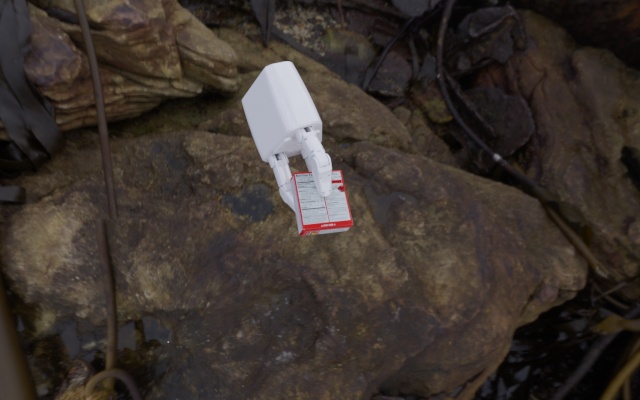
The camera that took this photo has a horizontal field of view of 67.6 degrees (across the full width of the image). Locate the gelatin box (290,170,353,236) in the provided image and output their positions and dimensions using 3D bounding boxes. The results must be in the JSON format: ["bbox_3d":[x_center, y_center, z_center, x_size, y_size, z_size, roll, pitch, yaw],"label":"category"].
[{"bbox_3d":[0.000,0.002,0.678,0.073,0.089,0.030,-5,-21,-17],"label":"gelatin box"}]
